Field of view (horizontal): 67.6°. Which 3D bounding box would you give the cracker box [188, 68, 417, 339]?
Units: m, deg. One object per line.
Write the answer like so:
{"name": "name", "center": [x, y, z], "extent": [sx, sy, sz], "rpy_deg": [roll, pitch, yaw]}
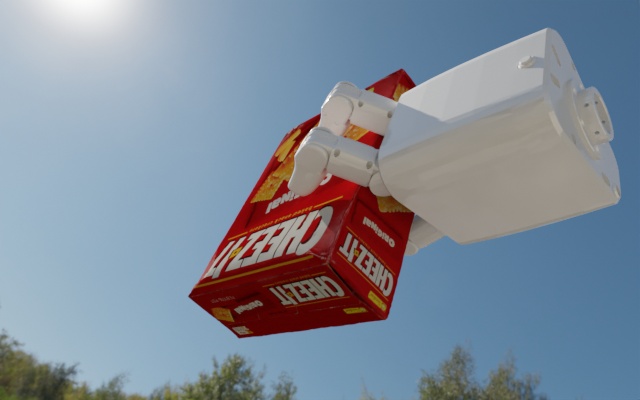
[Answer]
{"name": "cracker box", "center": [0.000, 0.001, 0.408], "extent": [0.164, 0.213, 0.072], "rpy_deg": [-21, -58, 42]}
